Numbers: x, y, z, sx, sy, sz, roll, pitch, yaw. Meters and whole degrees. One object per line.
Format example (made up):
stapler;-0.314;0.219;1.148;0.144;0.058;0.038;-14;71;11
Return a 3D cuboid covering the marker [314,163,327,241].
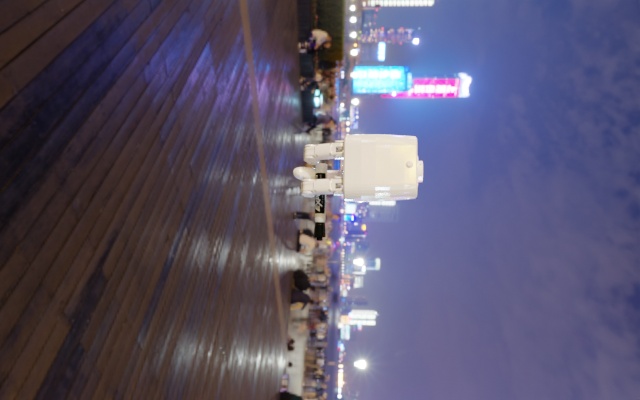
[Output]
marker;0.000;0.002;0.749;0.020;0.121;0.020;1;-8;0
